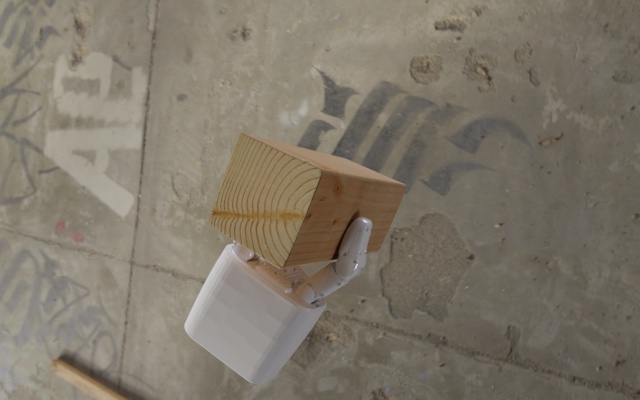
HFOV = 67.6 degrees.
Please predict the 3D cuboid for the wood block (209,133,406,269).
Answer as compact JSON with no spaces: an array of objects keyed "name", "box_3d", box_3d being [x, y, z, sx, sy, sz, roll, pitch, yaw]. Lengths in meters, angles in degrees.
[{"name":"wood block","box_3d":[0.000,0.002,0.486,0.091,0.090,0.206,27,11,26]}]
